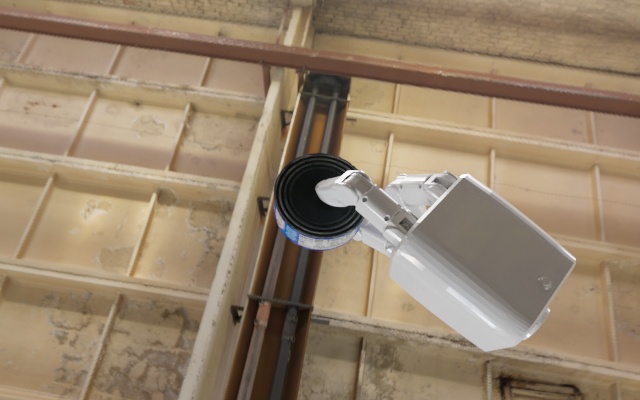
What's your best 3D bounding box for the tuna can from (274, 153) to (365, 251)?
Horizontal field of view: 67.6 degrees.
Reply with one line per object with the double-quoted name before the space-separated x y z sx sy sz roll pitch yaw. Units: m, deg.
"tuna can" 0.000 0.002 0.434 0.086 0.086 0.034 0 -28 -7
